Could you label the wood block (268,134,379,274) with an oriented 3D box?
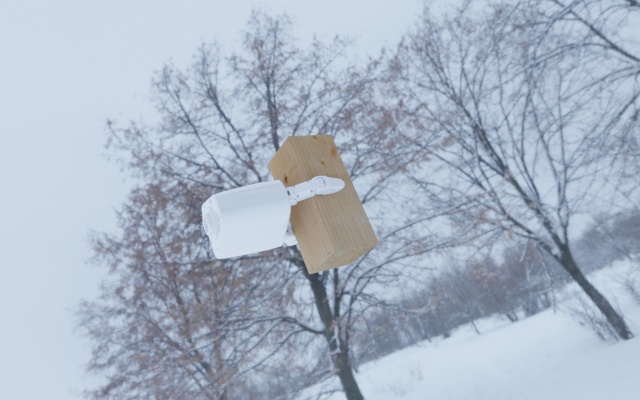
[{"bbox_3d":[0.000,0.002,0.784,0.090,0.206,0.091,-8,-24,-36],"label":"wood block"}]
